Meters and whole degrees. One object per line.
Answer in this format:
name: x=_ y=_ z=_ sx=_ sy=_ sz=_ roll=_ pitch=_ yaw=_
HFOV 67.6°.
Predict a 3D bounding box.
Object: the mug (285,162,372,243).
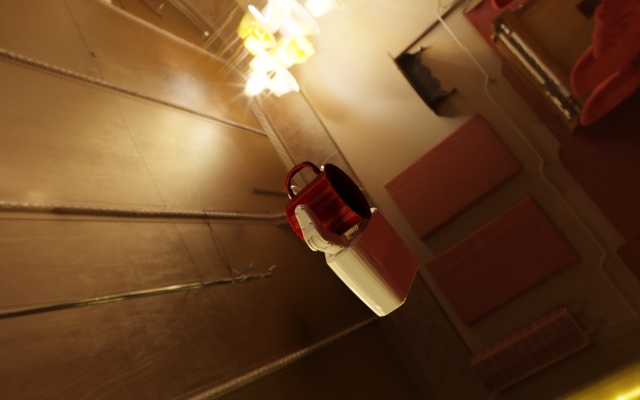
mug: x=-0.001 y=0.001 z=0.638 sx=0.081 sy=0.117 sz=0.093 roll=-39 pitch=7 yaw=20
